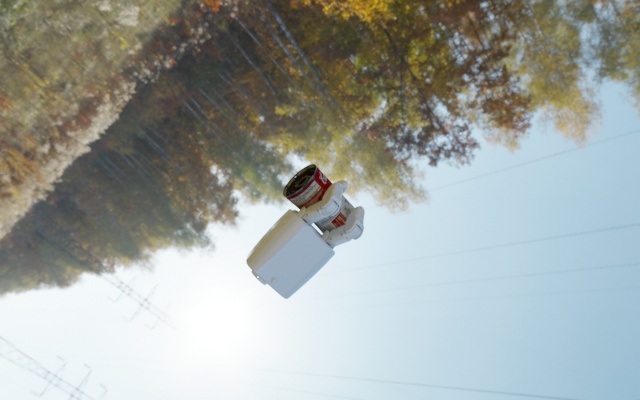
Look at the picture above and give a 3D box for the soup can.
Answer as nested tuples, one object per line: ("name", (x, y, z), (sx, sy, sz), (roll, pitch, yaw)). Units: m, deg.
("soup can", (0.001, 0.002, 0.745), (0.102, 0.068, 0.068), (46, -22, -22))
